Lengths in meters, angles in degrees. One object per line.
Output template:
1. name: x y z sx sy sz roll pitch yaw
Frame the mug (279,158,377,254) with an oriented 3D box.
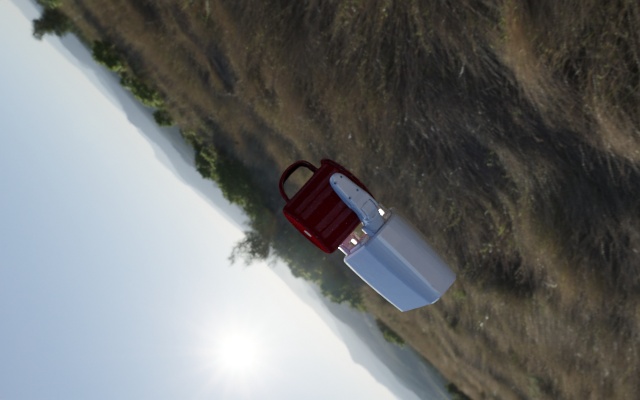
1. mug: -0.001 0.001 0.580 0.117 0.081 0.093 42 -11 3
